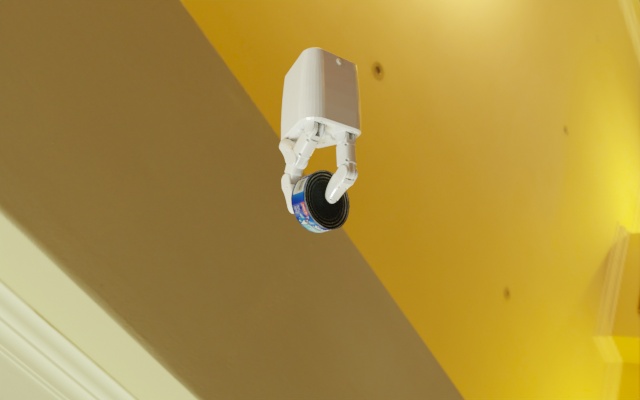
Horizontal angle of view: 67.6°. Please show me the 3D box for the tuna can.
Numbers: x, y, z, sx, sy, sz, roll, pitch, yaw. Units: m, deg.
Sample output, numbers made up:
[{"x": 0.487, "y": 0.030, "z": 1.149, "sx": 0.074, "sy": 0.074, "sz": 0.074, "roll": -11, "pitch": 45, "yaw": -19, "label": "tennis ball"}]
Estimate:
[{"x": 0.000, "y": 0.002, "z": 0.678, "sx": 0.086, "sy": 0.086, "sz": 0.034, "roll": 0, "pitch": -13, "yaw": -44, "label": "tuna can"}]
